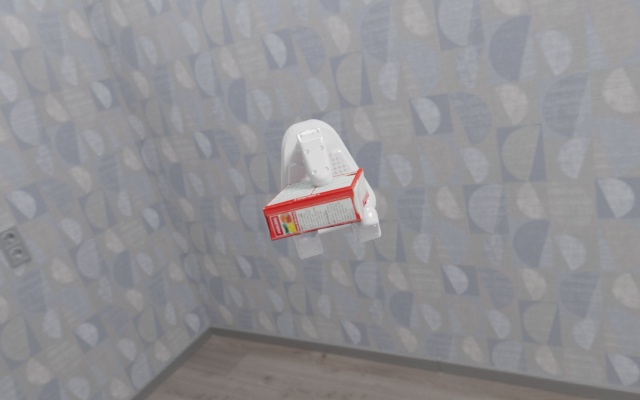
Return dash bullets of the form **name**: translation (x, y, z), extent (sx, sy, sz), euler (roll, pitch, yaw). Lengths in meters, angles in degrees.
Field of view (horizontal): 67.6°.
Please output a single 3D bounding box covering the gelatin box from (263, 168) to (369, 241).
- **gelatin box**: translation (0.000, 0.001, 0.400), extent (0.073, 0.030, 0.089), euler (-13, 11, 12)
